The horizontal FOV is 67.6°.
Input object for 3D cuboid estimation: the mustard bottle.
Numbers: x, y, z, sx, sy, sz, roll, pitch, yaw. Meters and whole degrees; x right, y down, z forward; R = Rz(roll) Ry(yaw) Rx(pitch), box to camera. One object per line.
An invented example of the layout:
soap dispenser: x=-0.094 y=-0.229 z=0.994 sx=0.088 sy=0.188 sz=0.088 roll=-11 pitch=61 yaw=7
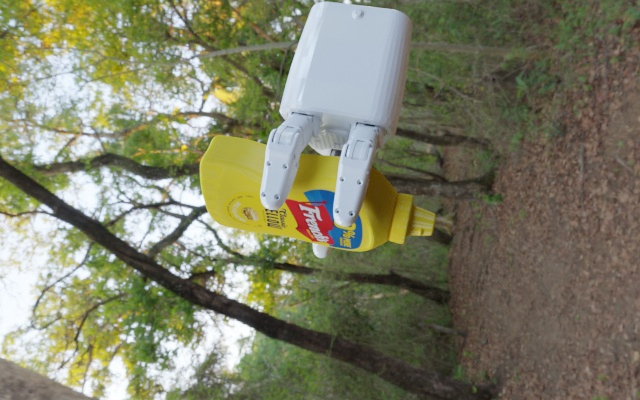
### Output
mustard bottle: x=0.000 y=0.002 z=0.405 sx=0.191 sy=0.058 sz=0.096 roll=11 pitch=-38 yaw=10
